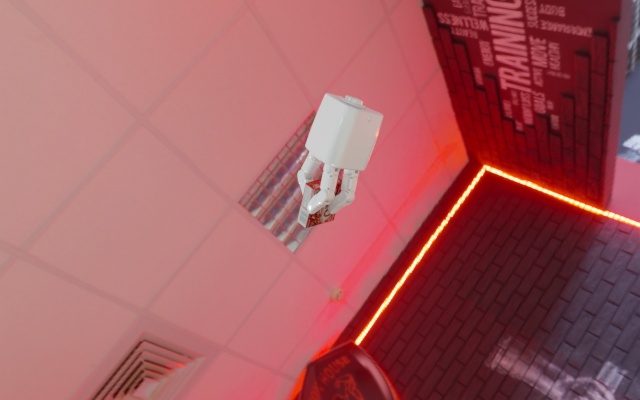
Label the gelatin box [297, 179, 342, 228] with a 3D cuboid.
[{"bbox_3d":[0.000,0.003,0.894,0.073,0.089,0.030,-14,40,-40],"label":"gelatin box"}]
